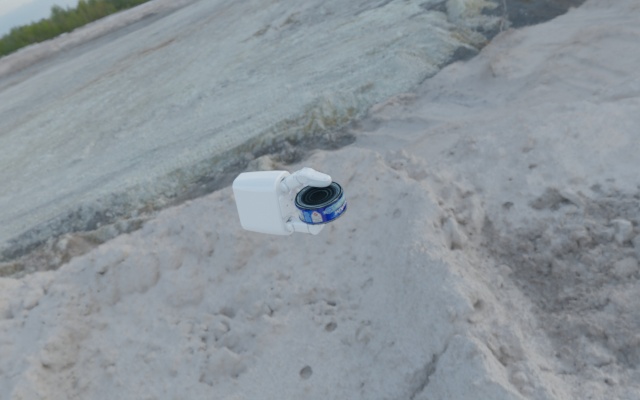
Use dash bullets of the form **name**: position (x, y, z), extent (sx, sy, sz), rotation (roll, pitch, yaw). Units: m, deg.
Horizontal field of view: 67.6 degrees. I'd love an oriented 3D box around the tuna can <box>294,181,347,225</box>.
- **tuna can**: position (0.000, 0.002, 0.802), extent (0.086, 0.034, 0.086), rotation (-12, 32, 7)
